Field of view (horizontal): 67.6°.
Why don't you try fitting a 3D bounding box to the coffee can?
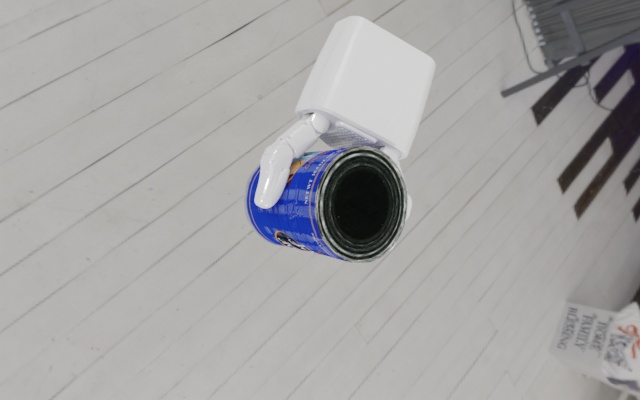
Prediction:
[{"bbox_3d":[0.000,0.002,0.472,0.103,0.103,0.140,0,2,-34],"label":"coffee can"}]
